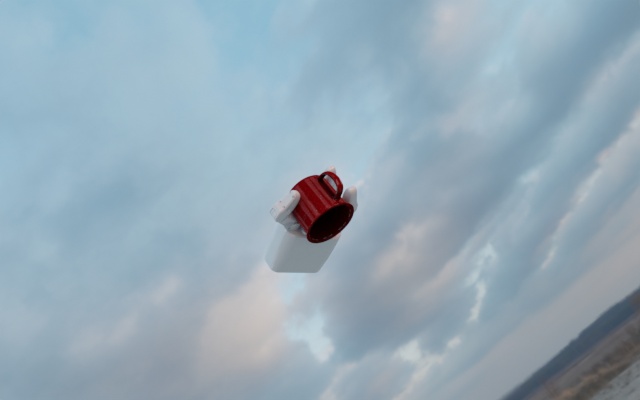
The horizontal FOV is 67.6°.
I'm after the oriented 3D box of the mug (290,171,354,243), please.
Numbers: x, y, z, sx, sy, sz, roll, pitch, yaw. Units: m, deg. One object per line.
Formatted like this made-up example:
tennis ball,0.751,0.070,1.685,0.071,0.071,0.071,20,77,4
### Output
mug,0.000,0.001,0.794,0.093,0.117,0.081,-10,49,-39
